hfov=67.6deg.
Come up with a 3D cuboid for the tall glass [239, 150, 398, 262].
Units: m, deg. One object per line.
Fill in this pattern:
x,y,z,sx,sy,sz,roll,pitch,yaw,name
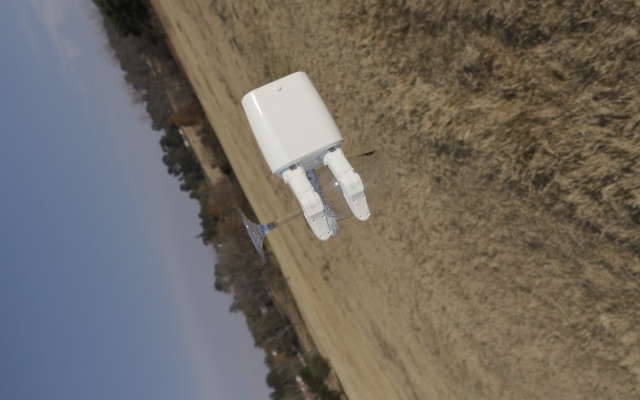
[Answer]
0.000,0.002,0.622,0.201,0.079,0.079,-26,5,-11,tall glass
